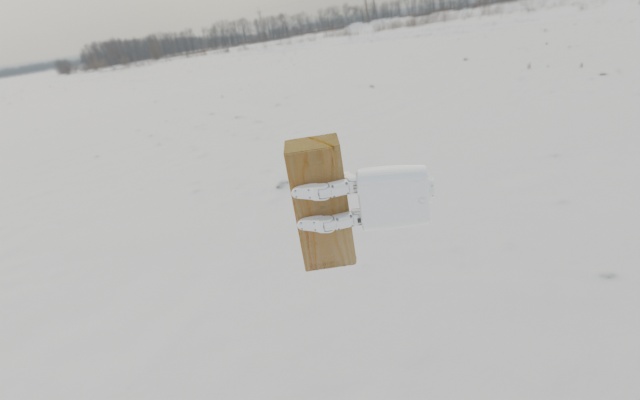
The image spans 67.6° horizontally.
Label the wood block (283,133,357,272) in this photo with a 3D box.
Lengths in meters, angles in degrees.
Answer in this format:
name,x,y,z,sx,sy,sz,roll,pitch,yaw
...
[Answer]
name,x,y,z,sx,sy,sz,roll,pitch,yaw
wood block,0.000,0.002,0.798,0.090,0.206,0.090,-9,21,1
